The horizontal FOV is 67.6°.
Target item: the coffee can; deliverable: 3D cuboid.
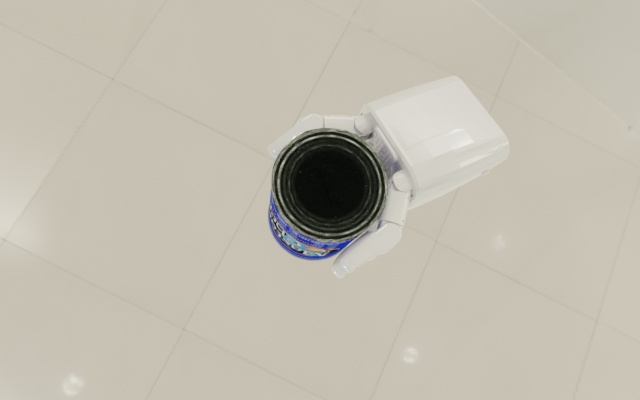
[{"bbox_3d":[0.000,0.002,0.476,0.103,0.102,0.140,0,-13,-7],"label":"coffee can"}]
